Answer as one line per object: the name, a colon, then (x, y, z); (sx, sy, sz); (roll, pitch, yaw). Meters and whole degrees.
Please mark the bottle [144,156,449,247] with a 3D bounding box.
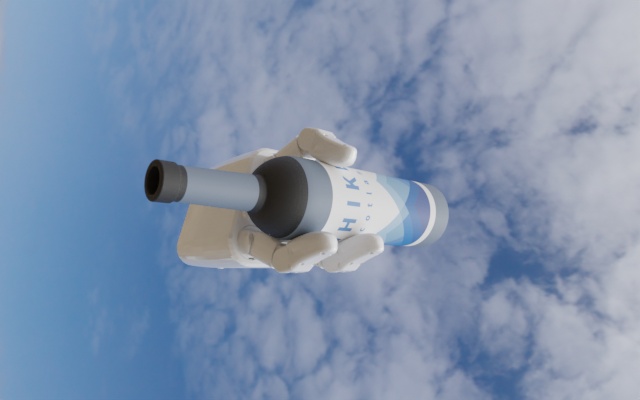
bottle: (0.000, 0.001, 0.403); (0.296, 0.069, 0.069); (8, -5, -43)
